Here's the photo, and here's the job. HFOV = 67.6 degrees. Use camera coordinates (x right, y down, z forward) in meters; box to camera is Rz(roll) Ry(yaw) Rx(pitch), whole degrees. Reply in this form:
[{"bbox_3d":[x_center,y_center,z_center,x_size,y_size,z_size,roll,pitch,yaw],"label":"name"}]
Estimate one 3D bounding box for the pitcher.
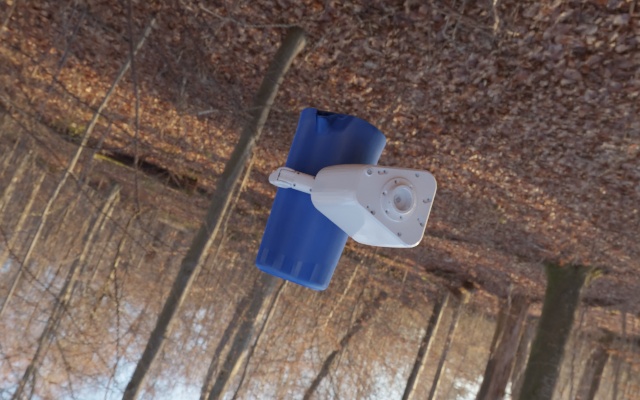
[{"bbox_3d":[0.000,0.002,0.696,0.149,0.243,0.145,24,-10,-23],"label":"pitcher"}]
